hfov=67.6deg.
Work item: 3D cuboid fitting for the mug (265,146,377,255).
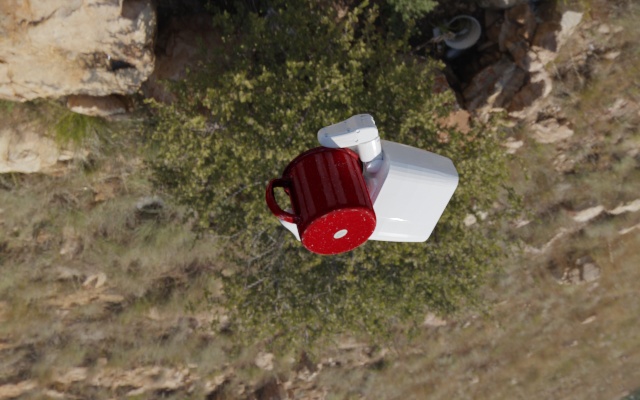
[{"bbox_3d":[-0.001,0.002,0.498,0.117,0.081,0.093,6,-43,-25],"label":"mug"}]
